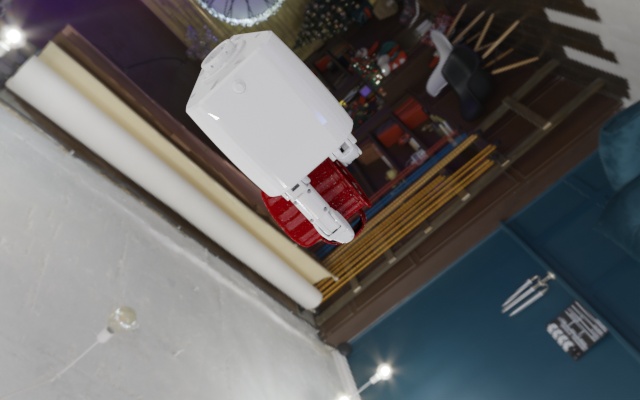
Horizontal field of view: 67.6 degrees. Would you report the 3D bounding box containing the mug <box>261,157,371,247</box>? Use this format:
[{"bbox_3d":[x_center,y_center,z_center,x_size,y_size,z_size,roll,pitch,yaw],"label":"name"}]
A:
[{"bbox_3d":[0.001,0.003,0.504,0.081,0.117,0.093,-39,29,9],"label":"mug"}]
